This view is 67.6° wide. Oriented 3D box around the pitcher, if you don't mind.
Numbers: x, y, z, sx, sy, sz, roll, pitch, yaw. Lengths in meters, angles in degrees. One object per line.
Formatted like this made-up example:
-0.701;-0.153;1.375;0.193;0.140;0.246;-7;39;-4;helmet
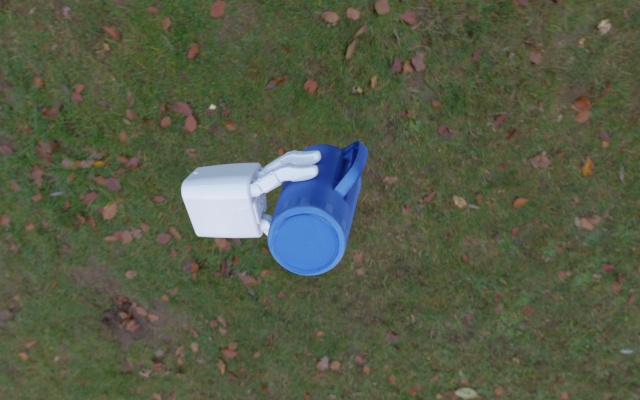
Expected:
0.000;0.002;0.743;0.145;0.149;0.242;0;24;6;pitcher
